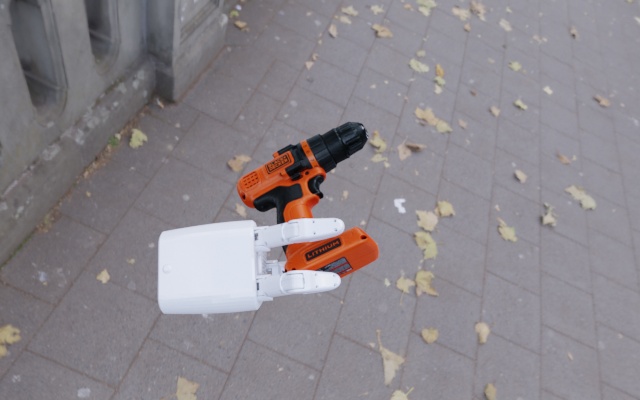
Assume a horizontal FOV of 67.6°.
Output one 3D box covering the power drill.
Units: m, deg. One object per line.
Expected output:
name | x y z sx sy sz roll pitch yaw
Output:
power drill | 0.000 0.002 0.577 0.184 0.187 0.057 -29 -39 6
